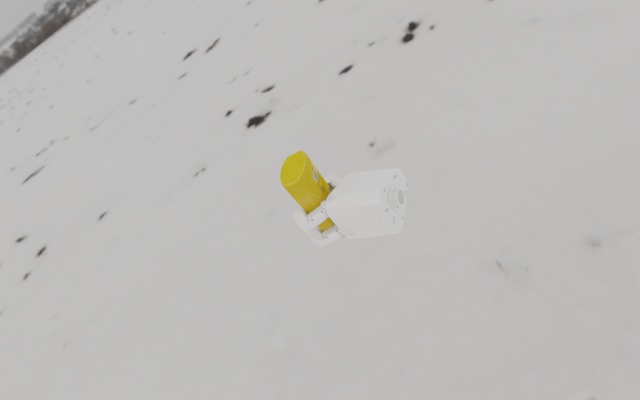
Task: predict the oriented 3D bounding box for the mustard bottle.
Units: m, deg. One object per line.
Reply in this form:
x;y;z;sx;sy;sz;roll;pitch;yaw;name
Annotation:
0.000;0.003;0.887;0.058;0.192;0.096;-26;36;18;mustard bottle
